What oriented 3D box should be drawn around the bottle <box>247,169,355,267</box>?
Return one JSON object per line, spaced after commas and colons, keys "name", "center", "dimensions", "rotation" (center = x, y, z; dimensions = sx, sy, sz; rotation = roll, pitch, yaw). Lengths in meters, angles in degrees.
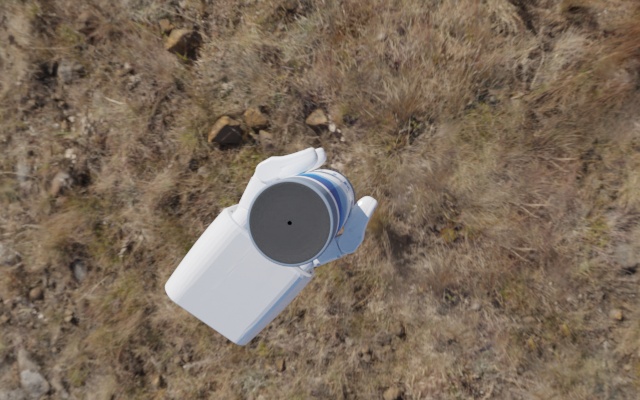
{"name": "bottle", "center": [0.000, 0.002, 0.497], "dimensions": [0.069, 0.069, 0.295], "rotation": [0, 6, 9]}
